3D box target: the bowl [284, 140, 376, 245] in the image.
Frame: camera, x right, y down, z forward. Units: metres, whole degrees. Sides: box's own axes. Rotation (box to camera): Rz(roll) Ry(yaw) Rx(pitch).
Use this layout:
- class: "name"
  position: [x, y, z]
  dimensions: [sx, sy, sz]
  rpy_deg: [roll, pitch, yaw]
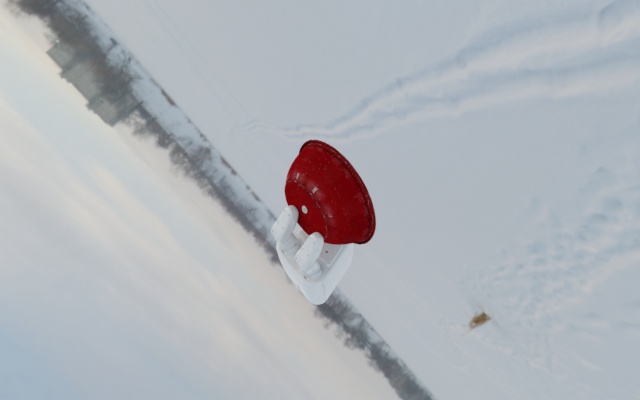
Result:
- class: "bowl"
  position: [0.000, 0.001, 0.644]
  dimensions: [0.055, 0.162, 0.162]
  rpy_deg: [-31, 15, -26]
